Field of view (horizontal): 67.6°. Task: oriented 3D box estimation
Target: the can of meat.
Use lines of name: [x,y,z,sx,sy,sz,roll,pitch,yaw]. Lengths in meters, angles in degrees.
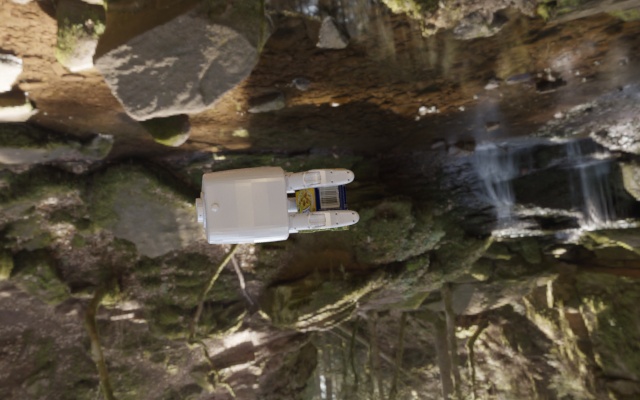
can of meat: [0.000,0.003,0.683,0.057,0.084,0.102,-4,-3,-21]
